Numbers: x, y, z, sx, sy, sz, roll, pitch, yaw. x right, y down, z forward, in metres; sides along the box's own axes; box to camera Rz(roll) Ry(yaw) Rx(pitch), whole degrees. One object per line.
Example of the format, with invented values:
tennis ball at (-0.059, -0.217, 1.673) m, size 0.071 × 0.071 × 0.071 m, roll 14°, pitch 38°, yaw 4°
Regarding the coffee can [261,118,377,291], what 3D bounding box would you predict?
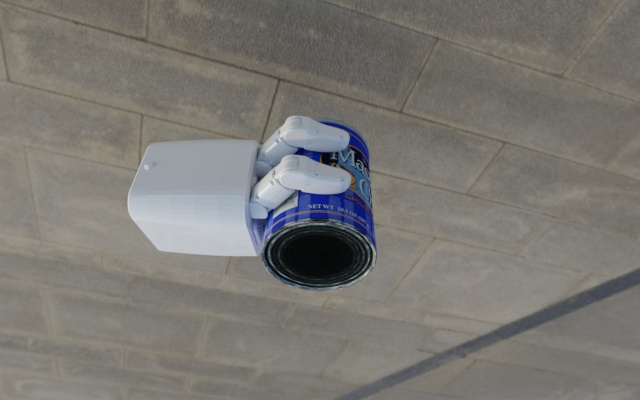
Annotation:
coffee can at (0.000, 0.001, 0.469) m, size 0.103 × 0.140 × 0.103 m, roll 1°, pitch -44°, yaw 1°
